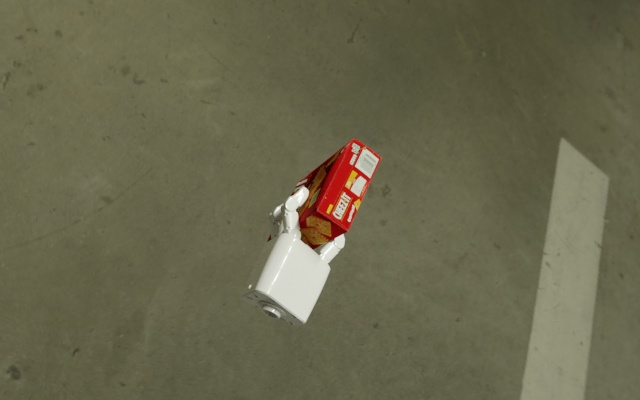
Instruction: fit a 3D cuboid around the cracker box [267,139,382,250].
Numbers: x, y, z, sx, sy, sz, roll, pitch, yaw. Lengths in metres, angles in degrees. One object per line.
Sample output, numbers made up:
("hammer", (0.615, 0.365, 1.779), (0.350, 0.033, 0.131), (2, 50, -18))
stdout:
("cracker box", (0.000, 0.003, 0.858), (0.072, 0.164, 0.214), (35, -31, -14))
